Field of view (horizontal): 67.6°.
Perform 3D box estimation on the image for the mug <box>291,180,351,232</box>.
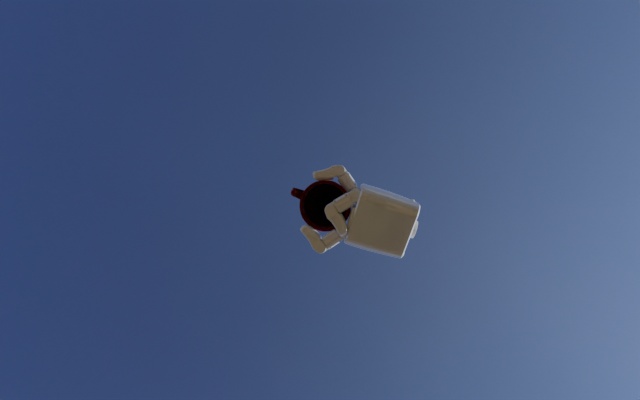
[{"bbox_3d":[-0.001,0.003,0.896,0.117,0.093,0.081,19,6,3],"label":"mug"}]
